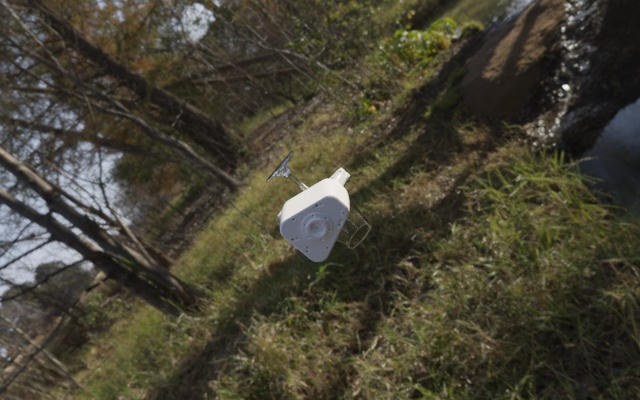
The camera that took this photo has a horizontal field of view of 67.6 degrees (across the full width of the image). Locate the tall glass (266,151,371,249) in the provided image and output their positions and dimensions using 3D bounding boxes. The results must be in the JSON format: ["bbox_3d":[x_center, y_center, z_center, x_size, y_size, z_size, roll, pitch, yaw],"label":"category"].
[{"bbox_3d":[0.000,0.002,0.876,0.201,0.079,0.079,41,-9,-10],"label":"tall glass"}]
